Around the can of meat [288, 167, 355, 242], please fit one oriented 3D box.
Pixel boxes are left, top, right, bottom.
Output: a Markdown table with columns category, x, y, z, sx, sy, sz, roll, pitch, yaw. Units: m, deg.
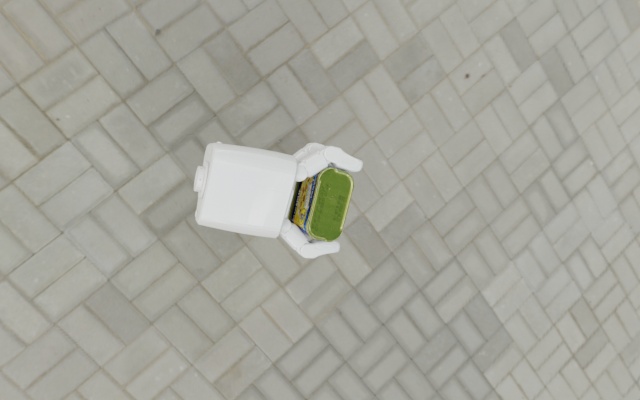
| category | x | y | z | sx | sy | sz | roll | pitch | yaw |
| --- | --- | --- | --- | --- | --- | --- | --- | --- | --- |
| can of meat | 0.000 | 0.002 | 0.657 | 0.057 | 0.102 | 0.084 | 13 | 1 | -20 |
